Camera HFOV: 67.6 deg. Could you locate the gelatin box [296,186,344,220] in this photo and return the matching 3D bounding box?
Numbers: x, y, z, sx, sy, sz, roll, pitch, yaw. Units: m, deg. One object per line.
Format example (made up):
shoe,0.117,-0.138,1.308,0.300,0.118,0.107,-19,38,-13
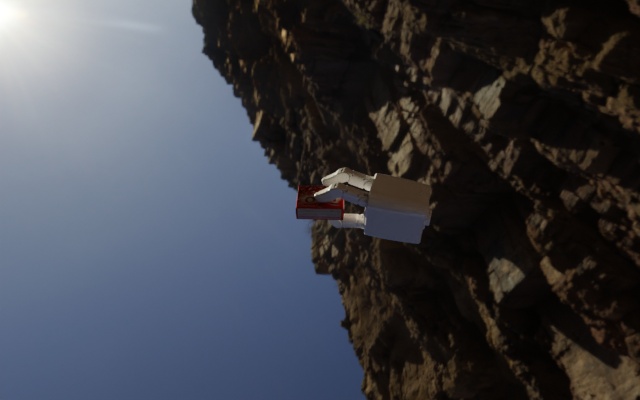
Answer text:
gelatin box,0.000,0.003,0.898,0.089,0.030,0.073,1,37,2
